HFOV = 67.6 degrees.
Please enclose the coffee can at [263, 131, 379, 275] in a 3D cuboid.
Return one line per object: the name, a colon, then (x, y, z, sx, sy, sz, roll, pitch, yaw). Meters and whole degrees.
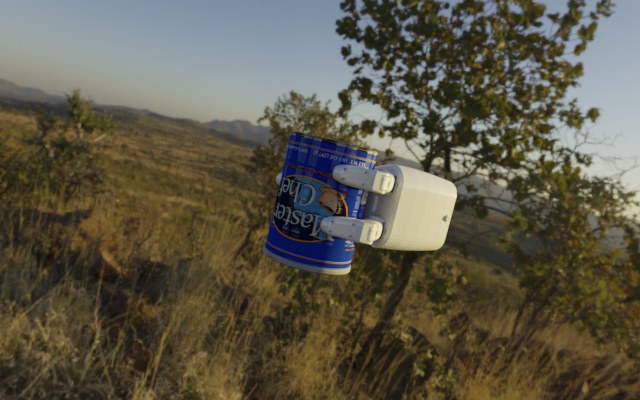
coffee can: (0.000, 0.002, 0.545, 0.103, 0.140, 0.103, 13, 6, -1)
